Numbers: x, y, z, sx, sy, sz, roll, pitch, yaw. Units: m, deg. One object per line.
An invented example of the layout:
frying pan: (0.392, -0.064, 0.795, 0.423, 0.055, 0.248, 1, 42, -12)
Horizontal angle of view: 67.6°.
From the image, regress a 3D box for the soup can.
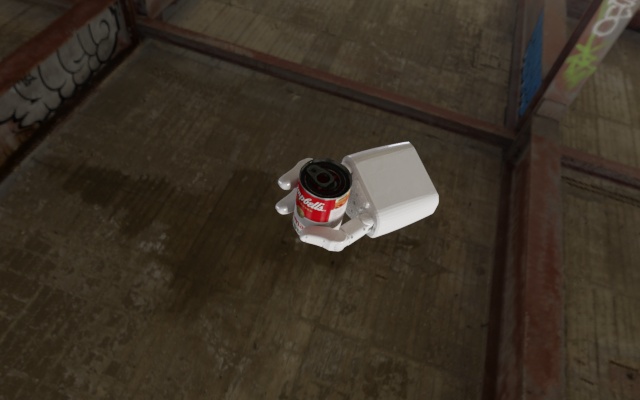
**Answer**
soup can: (0.000, 0.002, 0.636, 0.068, 0.068, 0.102, 0, -38, -10)
